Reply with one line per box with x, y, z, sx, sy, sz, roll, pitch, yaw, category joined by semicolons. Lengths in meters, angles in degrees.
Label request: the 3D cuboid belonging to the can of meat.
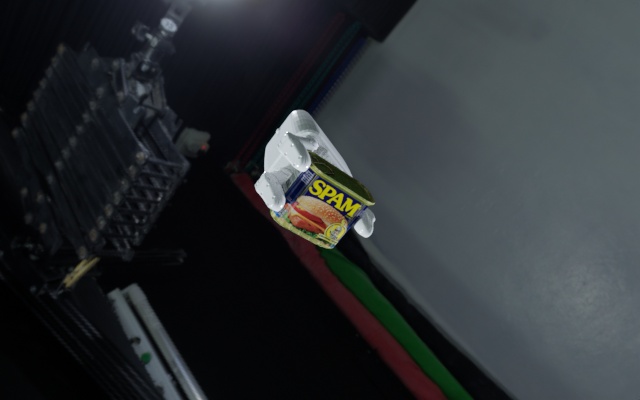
0.000;0.002;0.586;0.102;0.084;0.057;31;19;-25;can of meat
